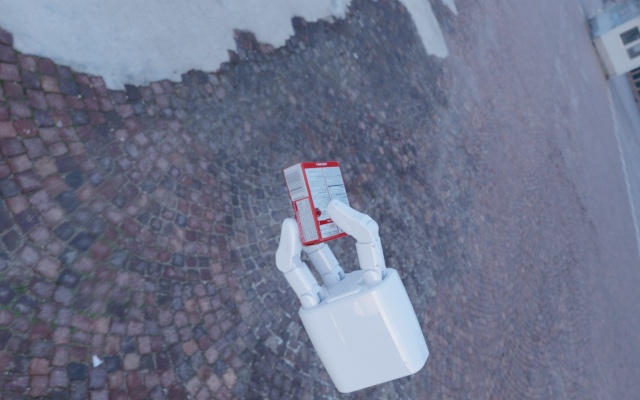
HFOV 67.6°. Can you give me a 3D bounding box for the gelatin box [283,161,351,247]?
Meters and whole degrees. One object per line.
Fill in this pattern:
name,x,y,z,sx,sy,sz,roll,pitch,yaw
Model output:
gelatin box,0.000,0.001,0.534,0.030,0.089,0.073,-17,-4,35
